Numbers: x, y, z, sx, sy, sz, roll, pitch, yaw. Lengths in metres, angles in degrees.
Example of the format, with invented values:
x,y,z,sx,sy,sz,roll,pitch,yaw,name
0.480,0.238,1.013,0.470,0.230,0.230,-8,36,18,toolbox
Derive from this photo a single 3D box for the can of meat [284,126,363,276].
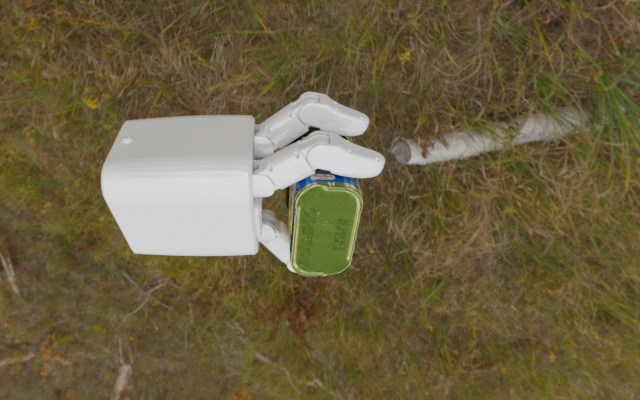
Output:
x,y,z,sx,sy,sz,roll,pitch,yaw,name
0.000,0.002,0.404,0.057,0.102,0.084,1,39,-7,can of meat
